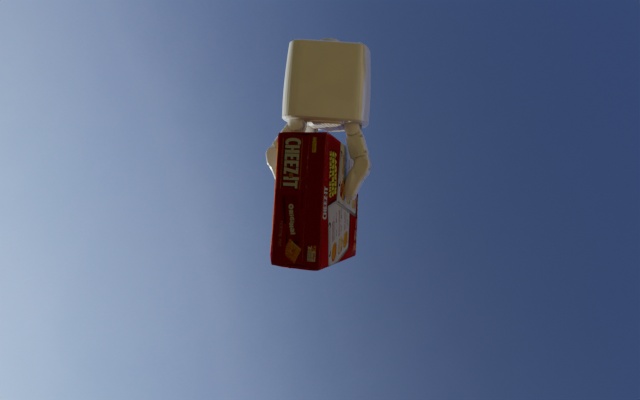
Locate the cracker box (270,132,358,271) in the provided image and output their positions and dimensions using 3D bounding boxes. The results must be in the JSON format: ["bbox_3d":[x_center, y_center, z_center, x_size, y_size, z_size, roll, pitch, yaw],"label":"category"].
[{"bbox_3d":[0.000,0.002,0.662,0.072,0.164,0.214,2,-1,16],"label":"cracker box"}]
